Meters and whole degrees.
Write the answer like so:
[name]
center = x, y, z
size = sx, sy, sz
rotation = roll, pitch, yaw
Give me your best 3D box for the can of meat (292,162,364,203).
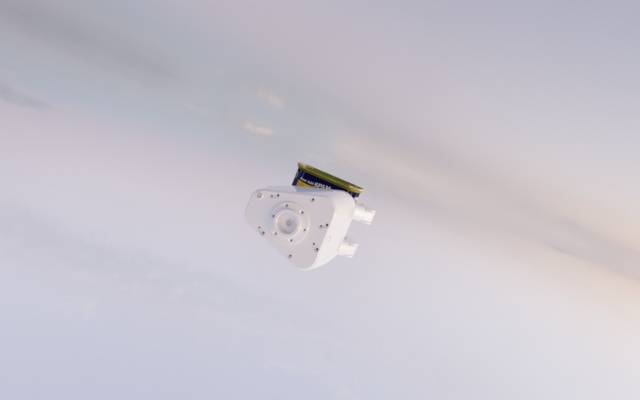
[can of meat]
center = 0.000, 0.003, 0.697
size = 0.102, 0.084, 0.057
rotation = 23, 7, 8
